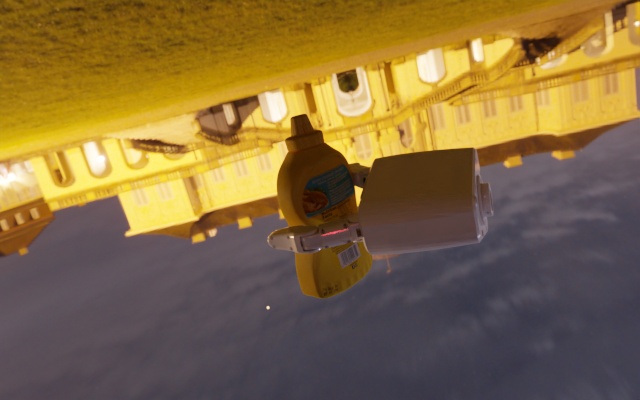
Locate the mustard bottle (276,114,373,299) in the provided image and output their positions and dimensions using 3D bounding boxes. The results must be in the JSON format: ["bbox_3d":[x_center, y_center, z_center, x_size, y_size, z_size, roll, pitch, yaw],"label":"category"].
[{"bbox_3d":[0.000,0.002,0.518,0.058,0.192,0.096,3,23,46],"label":"mustard bottle"}]
